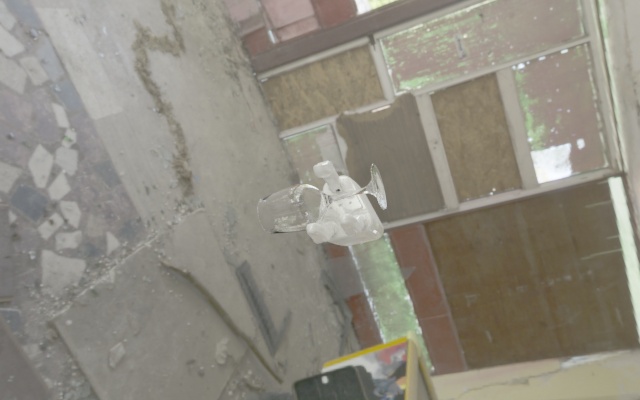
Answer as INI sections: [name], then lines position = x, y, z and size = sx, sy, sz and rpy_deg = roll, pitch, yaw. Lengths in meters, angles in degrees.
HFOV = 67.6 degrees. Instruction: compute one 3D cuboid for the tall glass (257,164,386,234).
[tall glass]
position = 0.001, 0.002, 0.775
size = 0.201, 0.079, 0.079
rpy_deg = -15, -4, 17
